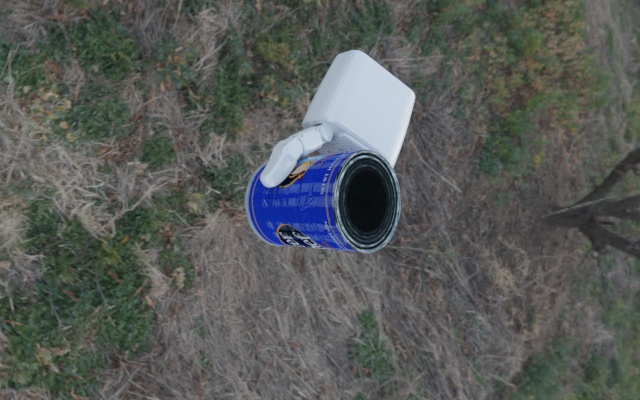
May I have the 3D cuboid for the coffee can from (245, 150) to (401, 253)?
[{"bbox_3d":[0.000,0.002,0.519,0.103,0.103,0.140,0,-1,-44],"label":"coffee can"}]
